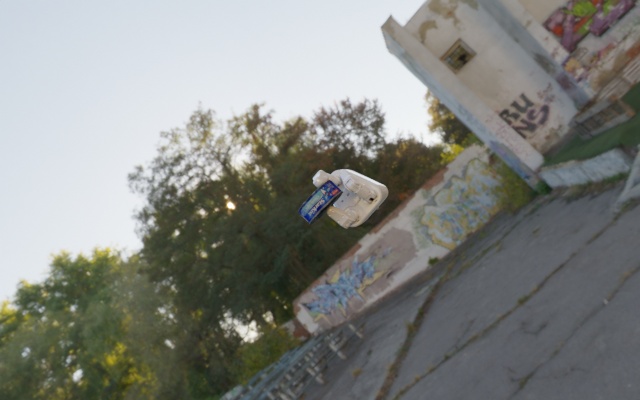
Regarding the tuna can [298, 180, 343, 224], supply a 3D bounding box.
[{"bbox_3d":[0.000,0.002,0.875,0.086,0.034,0.086,-44,-6,-6],"label":"tuna can"}]
